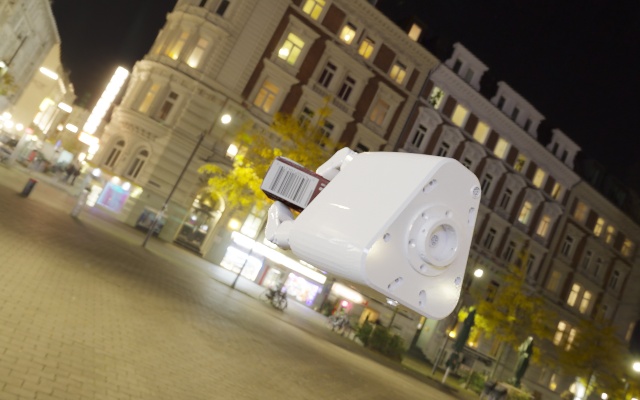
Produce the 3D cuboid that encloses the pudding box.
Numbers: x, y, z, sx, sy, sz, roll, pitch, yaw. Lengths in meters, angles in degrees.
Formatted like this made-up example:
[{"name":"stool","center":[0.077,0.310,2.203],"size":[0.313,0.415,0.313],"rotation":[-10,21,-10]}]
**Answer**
[{"name":"pudding box","center":[0.000,0.001,0.478],"size":[0.113,0.039,0.090],"rotation":[27,-6,1]}]
